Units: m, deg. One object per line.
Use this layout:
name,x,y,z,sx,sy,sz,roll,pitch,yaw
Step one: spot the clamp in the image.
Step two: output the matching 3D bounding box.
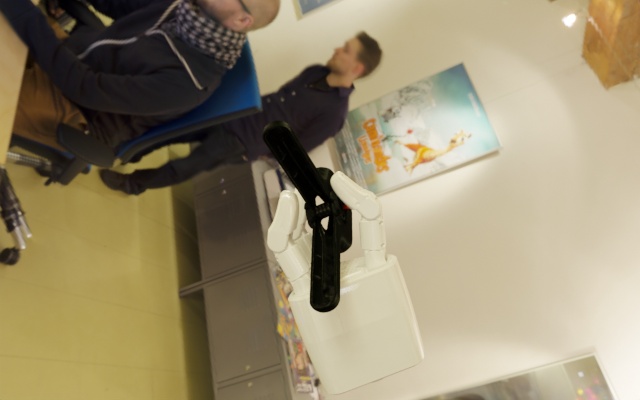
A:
clamp,0.001,0.002,0.480,0.036,0.164,0.210,-16,5,13
